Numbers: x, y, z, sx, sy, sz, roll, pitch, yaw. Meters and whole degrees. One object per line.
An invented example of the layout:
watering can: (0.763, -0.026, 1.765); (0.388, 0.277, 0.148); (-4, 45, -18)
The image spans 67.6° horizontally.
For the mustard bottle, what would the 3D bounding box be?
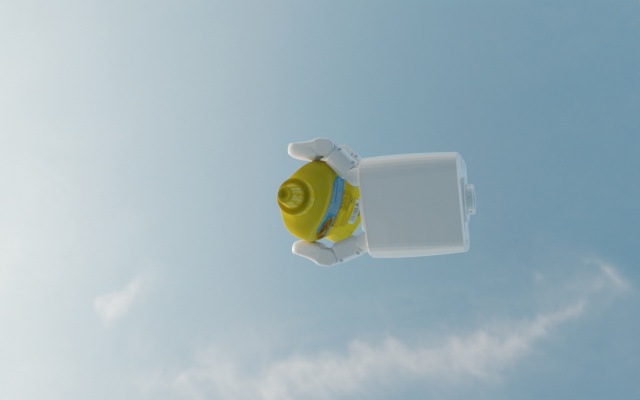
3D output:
mustard bottle: (0.000, 0.002, 0.577); (0.058, 0.096, 0.191); (22, 4, 22)
